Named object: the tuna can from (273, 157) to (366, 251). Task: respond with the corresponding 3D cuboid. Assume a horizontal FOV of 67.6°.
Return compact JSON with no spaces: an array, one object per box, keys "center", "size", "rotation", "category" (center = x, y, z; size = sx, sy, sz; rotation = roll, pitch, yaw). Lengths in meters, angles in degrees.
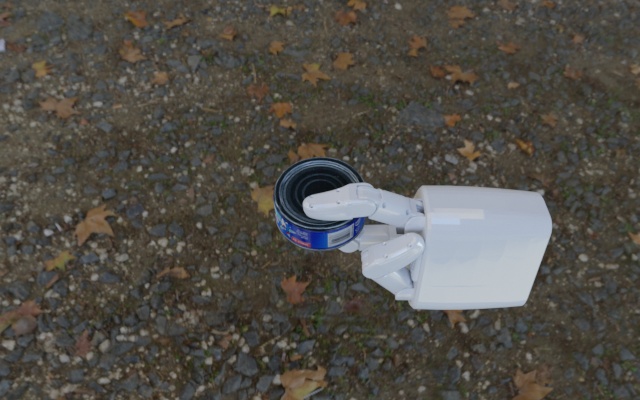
[{"center":[0.000,0.001,0.435],"size":[0.086,0.086,0.034],"rotation":[0,-37,1],"category":"tuna can"}]
